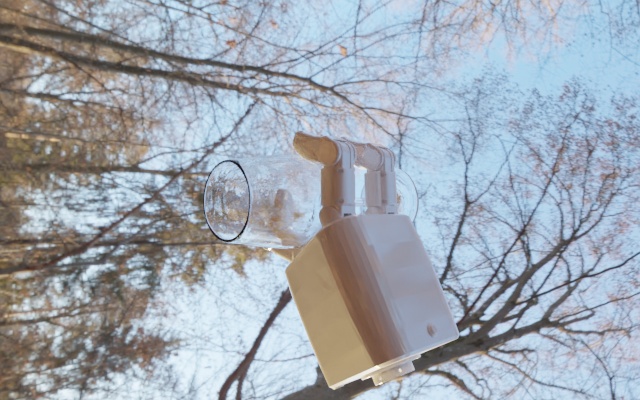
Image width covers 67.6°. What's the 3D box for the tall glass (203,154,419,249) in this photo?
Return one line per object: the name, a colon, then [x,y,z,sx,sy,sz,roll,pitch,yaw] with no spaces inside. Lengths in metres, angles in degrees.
tall glass: [0.000,0.001,0.423,0.201,0.079,0.079,1,-1,-45]
